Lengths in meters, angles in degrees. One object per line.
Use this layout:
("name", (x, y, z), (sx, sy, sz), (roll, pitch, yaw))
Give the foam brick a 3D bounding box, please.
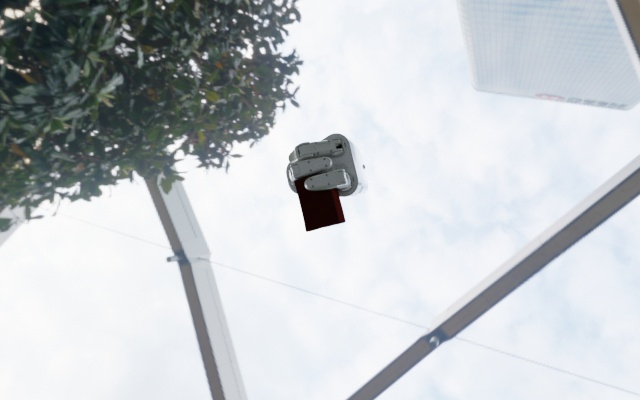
("foam brick", (0.000, 0.003, 0.699), (0.053, 0.078, 0.051), (-14, -5, 12))
